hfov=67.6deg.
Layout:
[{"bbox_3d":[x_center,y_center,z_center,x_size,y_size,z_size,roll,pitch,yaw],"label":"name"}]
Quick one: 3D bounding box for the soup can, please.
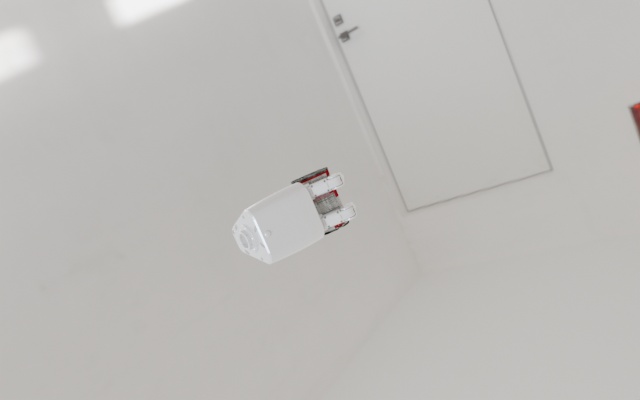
[{"bbox_3d":[0.001,0.003,0.813,0.068,0.102,0.068,-23,6,3],"label":"soup can"}]
